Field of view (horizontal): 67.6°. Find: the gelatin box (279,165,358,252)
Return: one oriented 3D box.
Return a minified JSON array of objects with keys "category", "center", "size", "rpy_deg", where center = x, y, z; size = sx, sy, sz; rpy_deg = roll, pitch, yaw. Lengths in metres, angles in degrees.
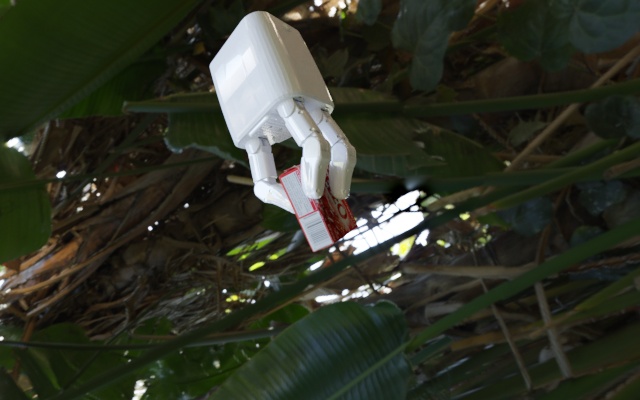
[{"category":"gelatin box","center":[0.000,0.002,0.514],"size":[0.030,0.089,0.073],"rpy_deg":[-25,0,26]}]
